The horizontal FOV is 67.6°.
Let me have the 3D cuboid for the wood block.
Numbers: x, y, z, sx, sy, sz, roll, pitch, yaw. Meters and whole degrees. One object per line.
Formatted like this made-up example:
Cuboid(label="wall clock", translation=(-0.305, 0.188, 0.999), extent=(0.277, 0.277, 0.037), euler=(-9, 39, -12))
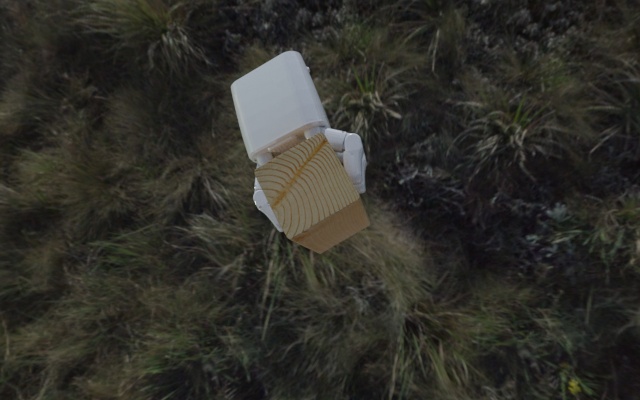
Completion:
Cuboid(label="wood block", translation=(0.000, 0.002, 0.611), extent=(0.091, 0.090, 0.206), euler=(-30, -14, 3))
